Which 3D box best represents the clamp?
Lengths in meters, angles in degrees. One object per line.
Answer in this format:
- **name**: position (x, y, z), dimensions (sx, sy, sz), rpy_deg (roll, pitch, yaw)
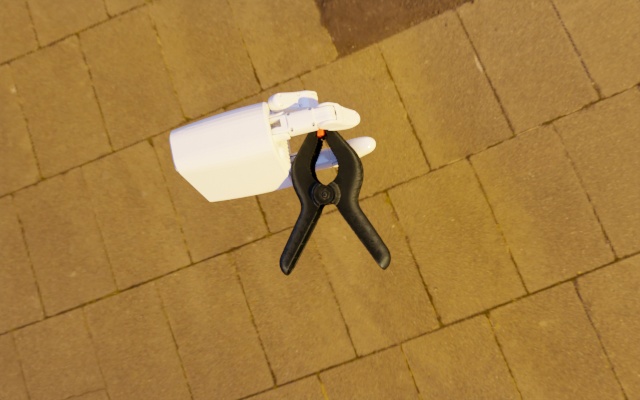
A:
- **clamp**: position (0.000, 0.001, 0.516), dimensions (0.120, 0.171, 0.039), rpy_deg (-13, -7, 7)
